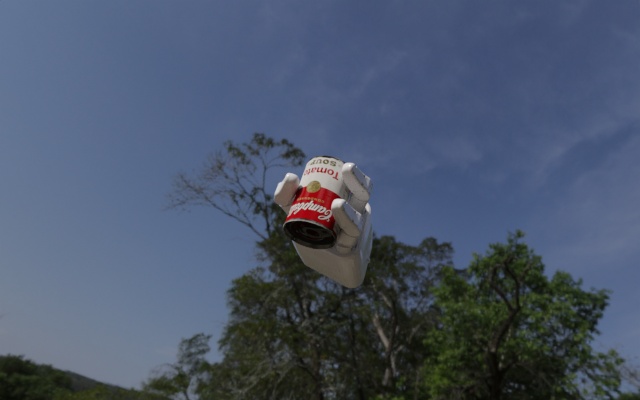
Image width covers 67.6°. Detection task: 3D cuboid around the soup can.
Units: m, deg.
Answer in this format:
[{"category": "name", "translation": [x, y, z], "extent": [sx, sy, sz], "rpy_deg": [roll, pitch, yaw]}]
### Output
[{"category": "soup can", "translation": [0.000, 0.001, 0.611], "extent": [0.068, 0.102, 0.068], "rpy_deg": [14, -31, 8]}]
